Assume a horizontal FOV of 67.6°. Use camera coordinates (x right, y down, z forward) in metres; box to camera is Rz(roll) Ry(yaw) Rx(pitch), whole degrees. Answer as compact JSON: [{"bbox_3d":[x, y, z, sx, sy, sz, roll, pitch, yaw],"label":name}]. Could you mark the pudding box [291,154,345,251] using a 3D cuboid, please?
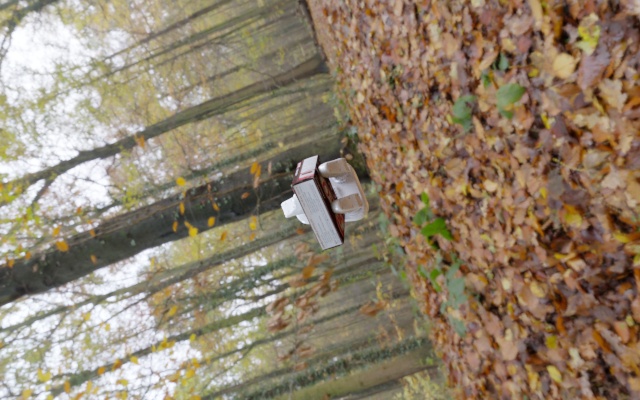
[{"bbox_3d":[0.000,0.002,0.688,0.039,0.113,0.090,-22,22,12],"label":"pudding box"}]
